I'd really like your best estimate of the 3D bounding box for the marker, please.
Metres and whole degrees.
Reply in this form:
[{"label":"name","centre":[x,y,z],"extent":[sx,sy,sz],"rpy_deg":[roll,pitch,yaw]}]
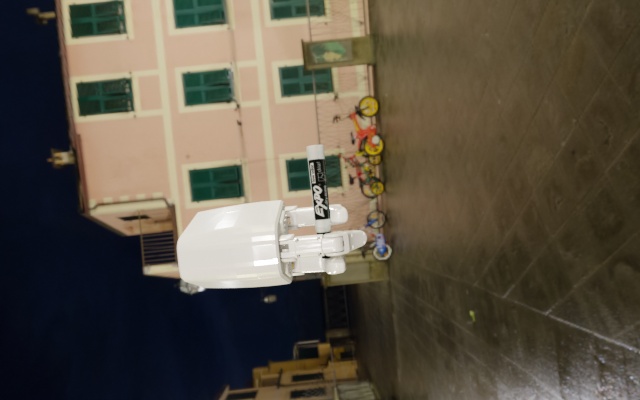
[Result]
[{"label":"marker","centre":[0.000,0.002,0.511],"extent":[0.020,0.121,0.020],"rpy_deg":[-6,1,0]}]
